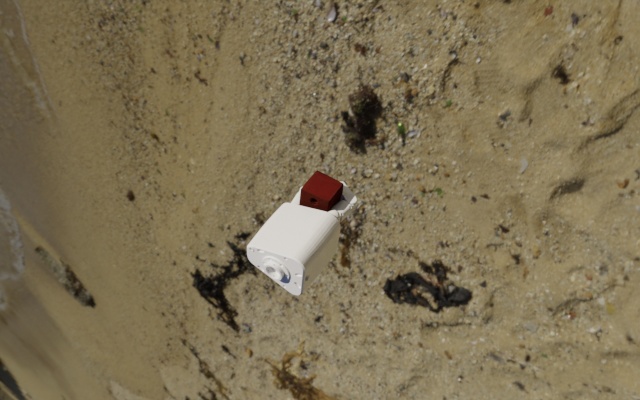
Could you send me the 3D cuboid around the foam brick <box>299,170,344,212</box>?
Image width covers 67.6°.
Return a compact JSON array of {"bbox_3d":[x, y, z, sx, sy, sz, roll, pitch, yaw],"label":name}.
[{"bbox_3d":[0.000,0.002,0.782,0.053,0.078,0.051,26,48,18],"label":"foam brick"}]
